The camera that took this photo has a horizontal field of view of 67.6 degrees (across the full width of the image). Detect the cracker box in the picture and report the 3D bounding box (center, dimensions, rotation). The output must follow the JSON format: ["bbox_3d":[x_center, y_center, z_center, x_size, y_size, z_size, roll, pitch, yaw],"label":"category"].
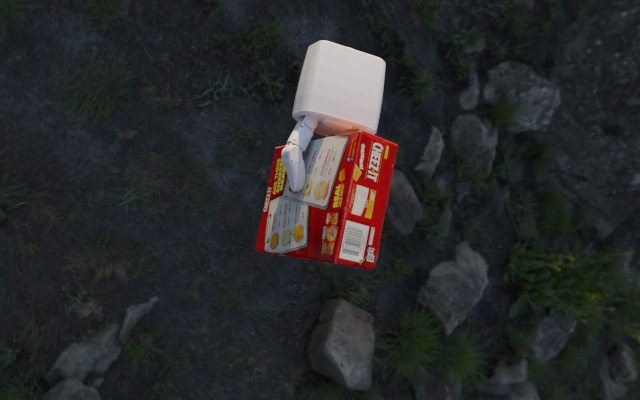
[{"bbox_3d":[0.000,0.002,0.657,0.072,0.164,0.213,16,-9,-32],"label":"cracker box"}]
